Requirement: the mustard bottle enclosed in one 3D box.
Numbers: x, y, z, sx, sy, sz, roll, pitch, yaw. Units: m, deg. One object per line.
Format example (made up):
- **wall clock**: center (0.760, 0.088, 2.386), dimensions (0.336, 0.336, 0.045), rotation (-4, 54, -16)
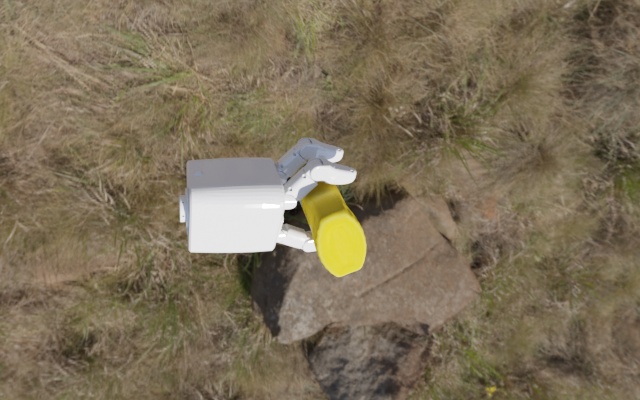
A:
- **mustard bottle**: center (0.000, 0.002, 0.613), dimensions (0.058, 0.096, 0.191), rotation (-22, 37, -3)
